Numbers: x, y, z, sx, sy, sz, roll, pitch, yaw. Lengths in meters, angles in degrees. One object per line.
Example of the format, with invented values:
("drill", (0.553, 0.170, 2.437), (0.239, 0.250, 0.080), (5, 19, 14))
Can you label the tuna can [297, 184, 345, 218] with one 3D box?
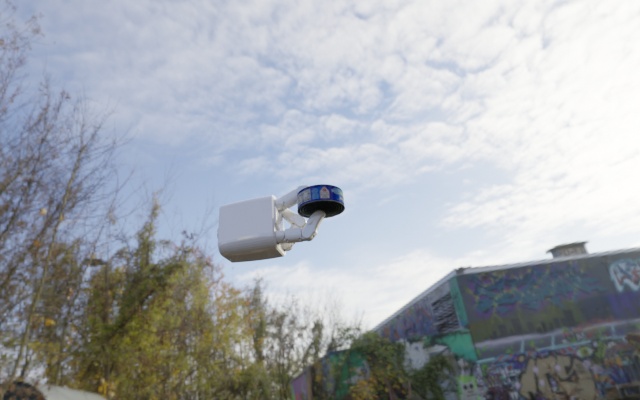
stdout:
("tuna can", (0.000, 0.002, 0.861), (0.086, 0.033, 0.086), (-4, -23, -2))
